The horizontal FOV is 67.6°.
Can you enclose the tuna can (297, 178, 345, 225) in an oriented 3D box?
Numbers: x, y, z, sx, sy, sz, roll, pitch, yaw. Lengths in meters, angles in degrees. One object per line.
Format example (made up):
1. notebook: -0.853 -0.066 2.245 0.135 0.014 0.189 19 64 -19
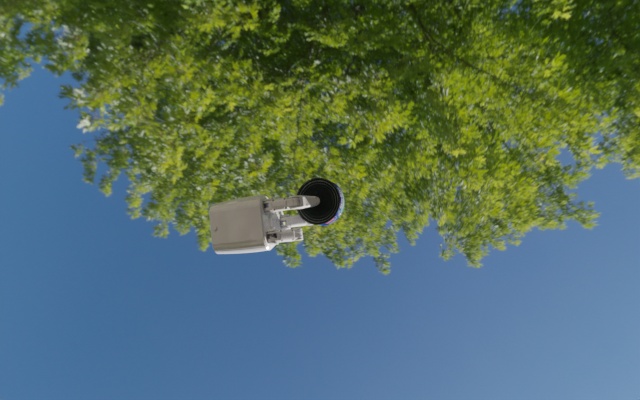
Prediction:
1. tuna can: 0.000 0.003 0.871 0.086 0.086 0.034 0 -6 20
